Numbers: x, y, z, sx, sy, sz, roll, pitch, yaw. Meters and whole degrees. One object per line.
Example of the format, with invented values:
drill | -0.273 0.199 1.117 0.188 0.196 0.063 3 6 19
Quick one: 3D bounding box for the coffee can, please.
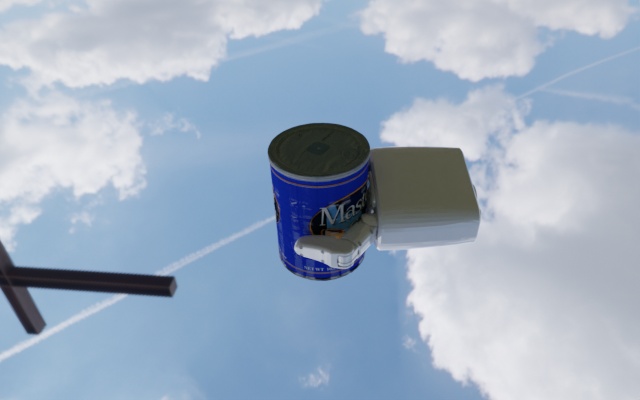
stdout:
coffee can | 0.000 0.002 0.518 0.103 0.140 0.102 -1 38 1
